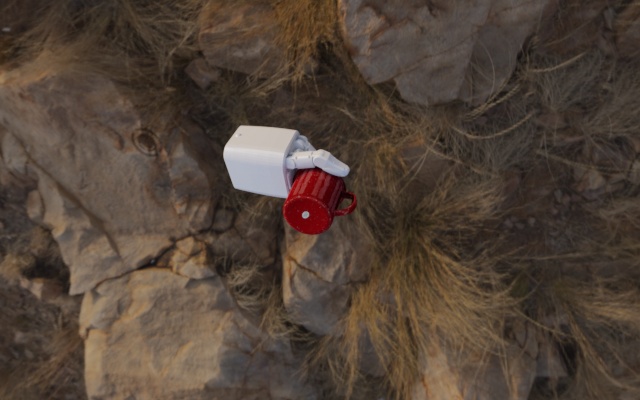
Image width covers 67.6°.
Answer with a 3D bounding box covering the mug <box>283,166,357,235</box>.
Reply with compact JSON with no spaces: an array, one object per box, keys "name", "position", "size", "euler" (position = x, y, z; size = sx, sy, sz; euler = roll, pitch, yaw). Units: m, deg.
[{"name":"mug","position":[0.001,0.003,0.767],"size":[0.117,0.093,0.081],"euler":[8,39,12]}]
